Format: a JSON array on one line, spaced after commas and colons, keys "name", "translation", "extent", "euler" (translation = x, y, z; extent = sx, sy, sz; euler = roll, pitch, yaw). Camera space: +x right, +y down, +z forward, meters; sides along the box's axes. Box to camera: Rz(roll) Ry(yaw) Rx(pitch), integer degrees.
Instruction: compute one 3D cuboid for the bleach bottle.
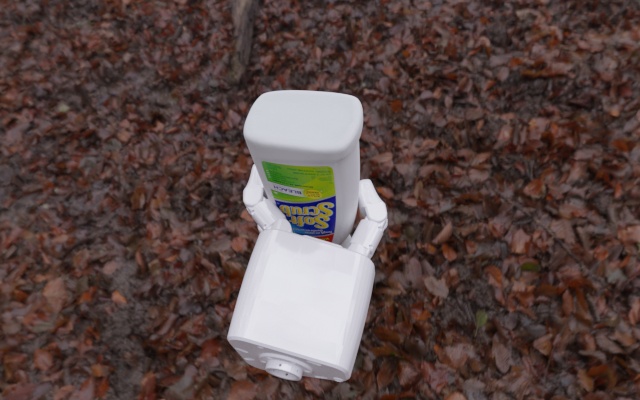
[{"name": "bleach bottle", "translation": [0.000, 0.002, 0.494], "extent": [0.102, 0.068, 0.251], "euler": [7, -33, 15]}]
